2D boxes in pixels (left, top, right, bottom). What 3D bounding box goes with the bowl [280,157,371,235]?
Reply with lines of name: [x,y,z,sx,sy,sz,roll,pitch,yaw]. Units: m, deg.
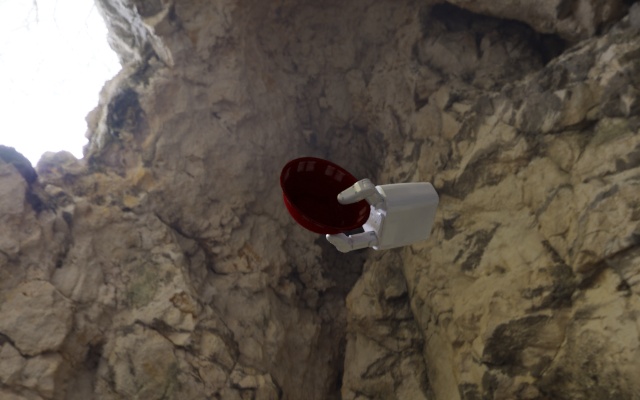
bowl: [-0.001,0.003,0.792,0.162,0.162,0.055,0,-41,-32]
